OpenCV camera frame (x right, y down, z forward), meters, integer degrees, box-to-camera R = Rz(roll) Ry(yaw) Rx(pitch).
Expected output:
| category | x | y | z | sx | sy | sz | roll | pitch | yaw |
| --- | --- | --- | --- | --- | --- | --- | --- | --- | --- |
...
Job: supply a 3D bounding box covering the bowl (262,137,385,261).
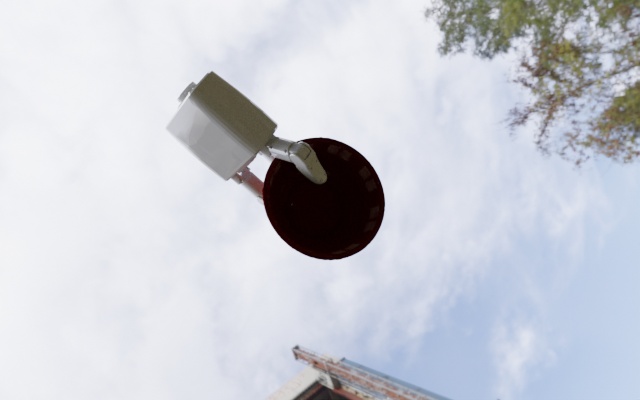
| category | x | y | z | sx | sy | sz | roll | pitch | yaw |
| --- | --- | --- | --- | --- | --- | --- | --- | --- | --- |
| bowl | 0.001 | 0.003 | 0.622 | 0.162 | 0.162 | 0.055 | 0 | -17 | -17 |
